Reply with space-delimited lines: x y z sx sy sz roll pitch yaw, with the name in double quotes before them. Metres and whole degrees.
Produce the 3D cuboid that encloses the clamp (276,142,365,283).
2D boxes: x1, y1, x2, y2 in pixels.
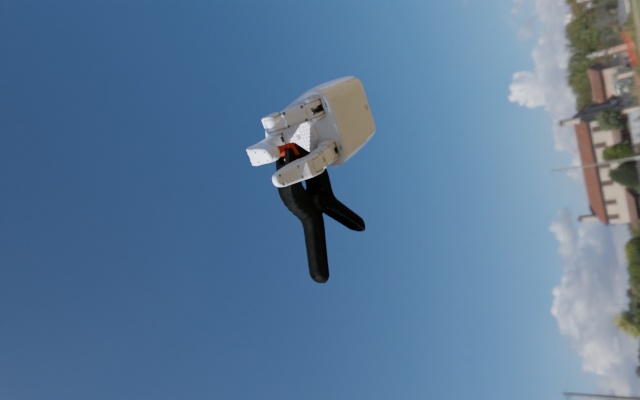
"clamp" -0.001 0.002 0.594 0.039 0.171 0.120 -9 19 34
